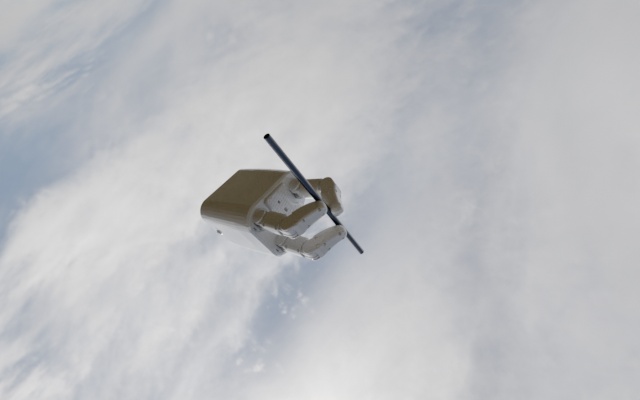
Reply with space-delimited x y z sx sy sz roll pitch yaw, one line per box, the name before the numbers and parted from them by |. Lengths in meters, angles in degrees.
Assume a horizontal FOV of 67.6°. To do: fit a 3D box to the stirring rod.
stirring rod | 0.000 0.002 0.578 0.011 0.011 0.240 0 -35 35
